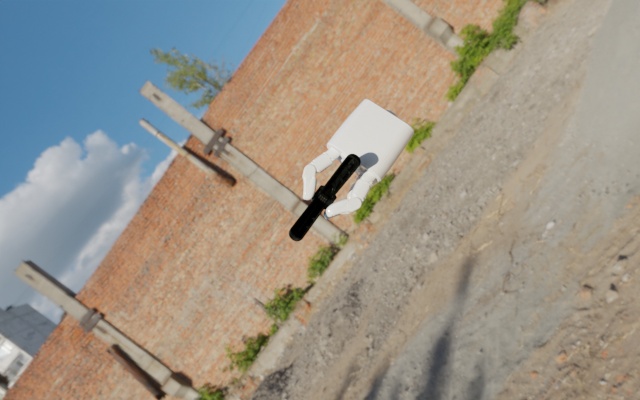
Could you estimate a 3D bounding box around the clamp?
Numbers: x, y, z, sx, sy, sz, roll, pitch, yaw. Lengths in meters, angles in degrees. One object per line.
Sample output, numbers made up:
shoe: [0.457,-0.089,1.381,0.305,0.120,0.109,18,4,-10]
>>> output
clamp: [0.000,0.002,0.826,0.036,0.164,0.210,39,-7,0]
